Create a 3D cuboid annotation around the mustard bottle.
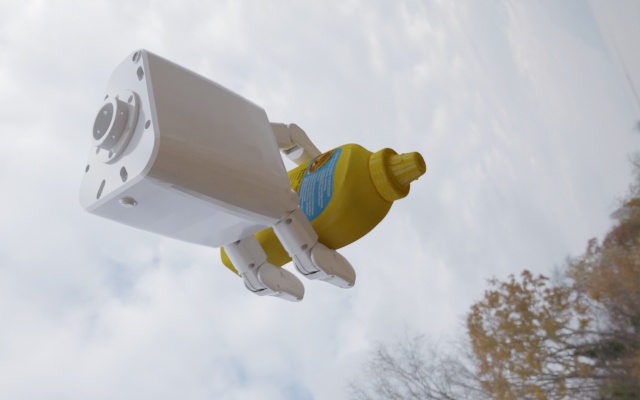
[{"bbox_3d":[0.000,0.002,0.403,0.192,0.096,0.058,-23,-54,34],"label":"mustard bottle"}]
